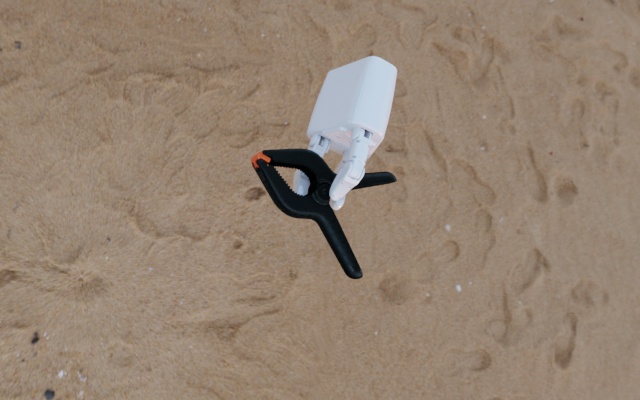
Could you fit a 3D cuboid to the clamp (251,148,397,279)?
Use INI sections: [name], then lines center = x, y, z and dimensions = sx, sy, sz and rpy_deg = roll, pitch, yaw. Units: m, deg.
[clamp]
center = 0.000, 0.002, 0.636
dimensions = 0.210, 0.164, 0.036
rpy_deg = 23, -20, -22
